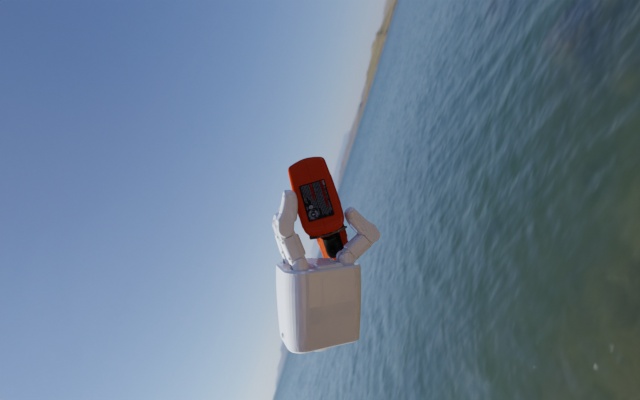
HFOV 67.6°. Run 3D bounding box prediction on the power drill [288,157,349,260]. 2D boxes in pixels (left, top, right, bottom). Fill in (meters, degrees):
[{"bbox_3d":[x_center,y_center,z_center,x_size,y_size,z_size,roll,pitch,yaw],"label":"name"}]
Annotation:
[{"bbox_3d":[0.000,0.002,0.704,0.057,0.184,0.188,-19,-17,3],"label":"power drill"}]
